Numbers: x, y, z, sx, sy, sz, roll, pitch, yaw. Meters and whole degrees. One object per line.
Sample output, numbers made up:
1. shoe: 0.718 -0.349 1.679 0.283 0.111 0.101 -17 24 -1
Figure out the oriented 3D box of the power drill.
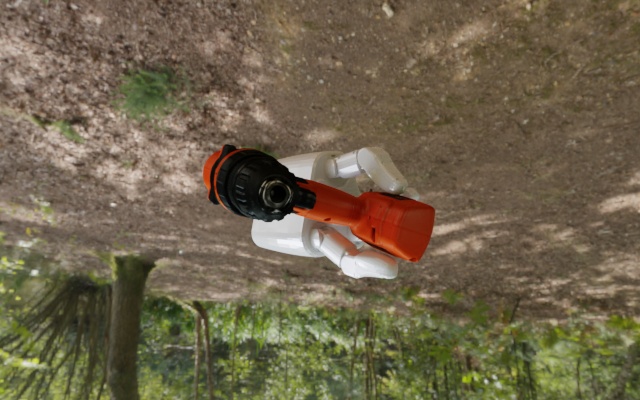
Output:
1. power drill: 0.000 0.001 0.404 0.188 0.057 0.184 18 2 -23
